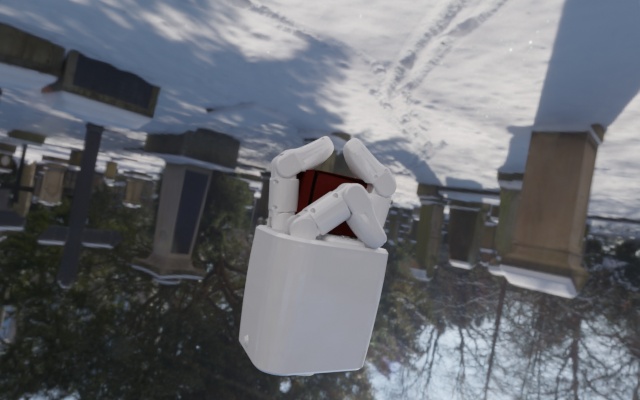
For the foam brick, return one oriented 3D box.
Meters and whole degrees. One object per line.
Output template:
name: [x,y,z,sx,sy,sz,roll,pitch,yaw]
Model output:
foam brick: [0.000,0.001,0.441,0.053,0.051,0.078,11,-1,-21]
